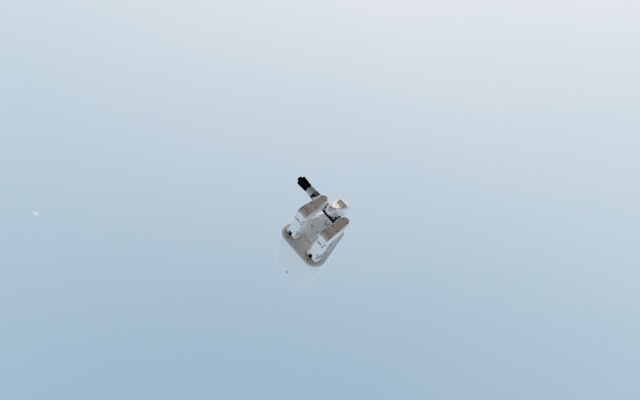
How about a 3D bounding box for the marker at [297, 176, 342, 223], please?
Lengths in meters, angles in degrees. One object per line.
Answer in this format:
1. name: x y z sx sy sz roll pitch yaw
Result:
1. marker: 0.000 0.003 0.834 0.020 0.121 0.020 -37 -18 -14
